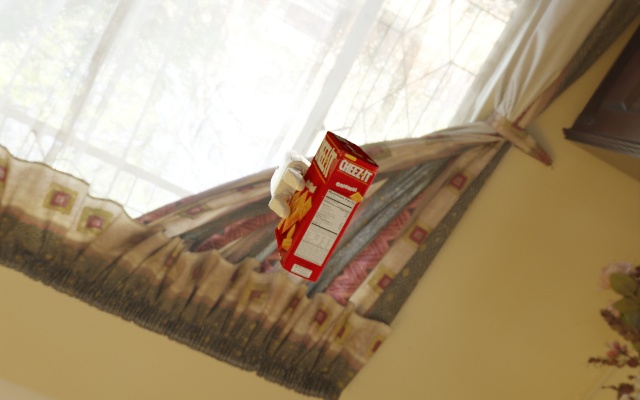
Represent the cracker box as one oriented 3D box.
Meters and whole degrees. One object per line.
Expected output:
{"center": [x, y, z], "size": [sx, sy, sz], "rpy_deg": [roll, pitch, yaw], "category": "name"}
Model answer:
{"center": [0.000, 0.003, 0.801], "size": [0.072, 0.214, 0.164], "rpy_deg": [24, 14, -16], "category": "cracker box"}
